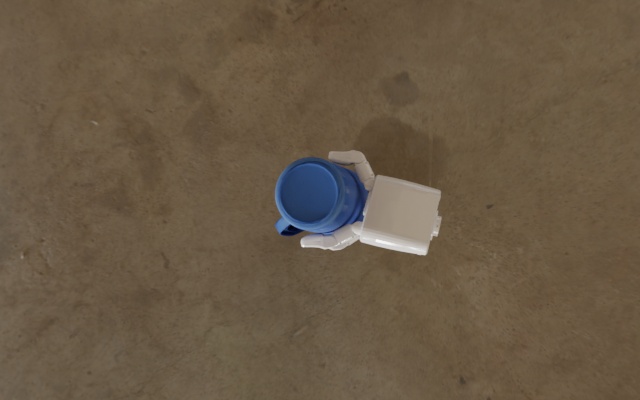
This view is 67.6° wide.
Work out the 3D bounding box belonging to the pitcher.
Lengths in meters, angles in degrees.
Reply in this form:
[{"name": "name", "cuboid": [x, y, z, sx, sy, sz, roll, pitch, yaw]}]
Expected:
[{"name": "pitcher", "cuboid": [0.000, 0.003, 0.805, 0.145, 0.149, 0.243, 13, 0, 13]}]
